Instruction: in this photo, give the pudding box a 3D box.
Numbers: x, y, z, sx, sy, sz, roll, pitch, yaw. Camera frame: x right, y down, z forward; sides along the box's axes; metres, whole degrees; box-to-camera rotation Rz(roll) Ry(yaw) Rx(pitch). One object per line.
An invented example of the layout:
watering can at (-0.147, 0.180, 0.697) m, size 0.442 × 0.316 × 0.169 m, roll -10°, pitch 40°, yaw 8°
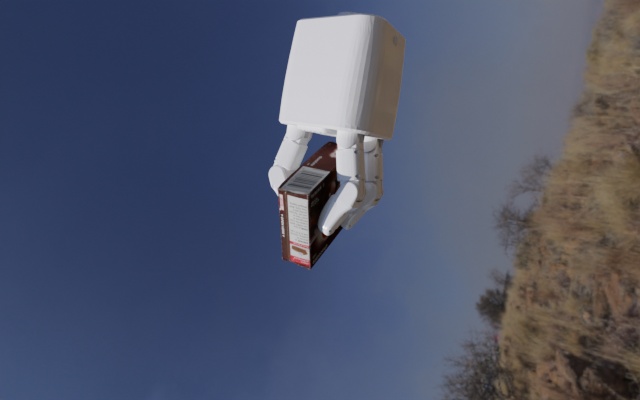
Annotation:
pudding box at (0.000, 0.002, 0.498) m, size 0.039 × 0.090 × 0.113 m, roll 15°, pitch 36°, yaw 25°
